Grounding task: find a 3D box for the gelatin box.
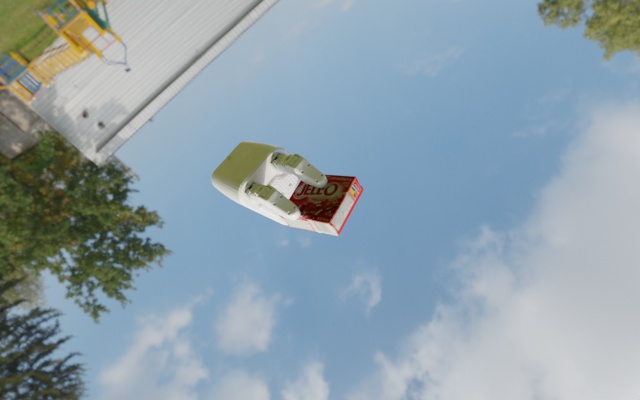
[{"bbox_3d":[0.001,0.002,0.608,0.089,0.073,0.030,8,-33,41],"label":"gelatin box"}]
